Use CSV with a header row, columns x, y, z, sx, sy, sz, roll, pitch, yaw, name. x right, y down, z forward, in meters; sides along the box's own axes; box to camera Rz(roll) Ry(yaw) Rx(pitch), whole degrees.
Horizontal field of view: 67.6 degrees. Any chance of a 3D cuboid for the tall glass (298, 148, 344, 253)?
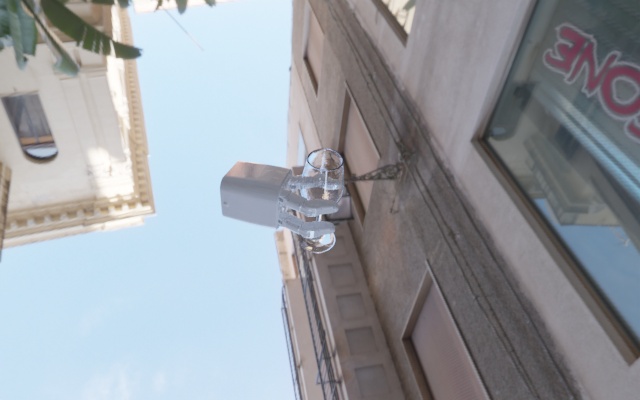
x,y,z,sx,sy,sz,roll,pitch,yaw,name
0.000,0.003,0.875,0.079,0.201,0.079,4,43,-3,tall glass
